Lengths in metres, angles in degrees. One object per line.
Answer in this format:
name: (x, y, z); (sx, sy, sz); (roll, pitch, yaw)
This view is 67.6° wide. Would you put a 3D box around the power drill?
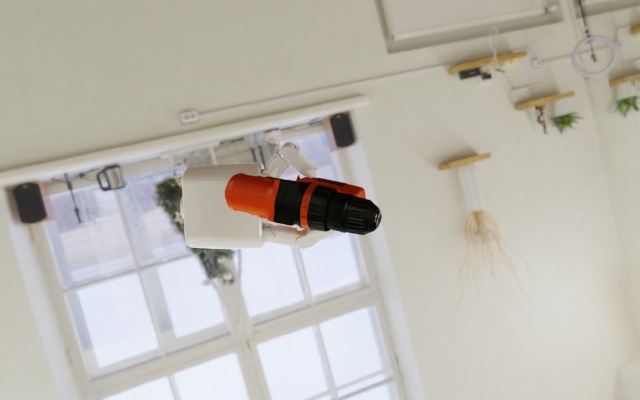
power drill: (0.000, 0.002, 0.600); (0.184, 0.057, 0.187); (13, 4, 18)
